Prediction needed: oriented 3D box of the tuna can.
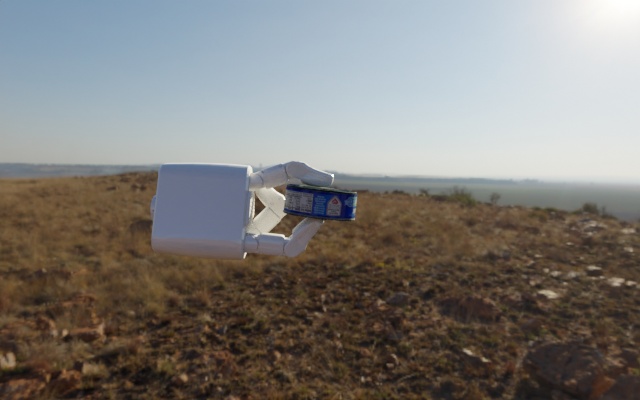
[{"bbox_3d":[0.000,0.001,0.563,0.086,0.034,0.086,7,3,0],"label":"tuna can"}]
